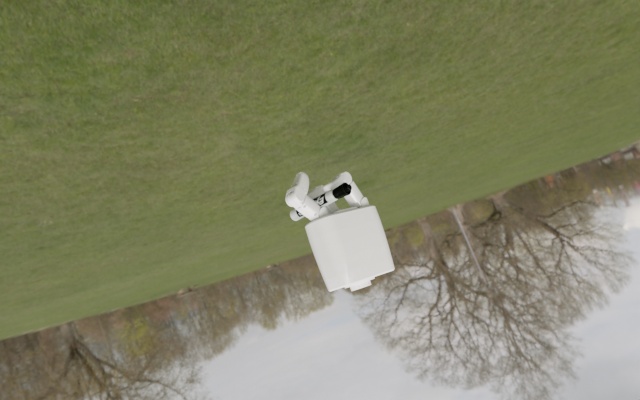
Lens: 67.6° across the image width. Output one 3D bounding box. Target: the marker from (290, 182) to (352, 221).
[{"bbox_3d":[0.000,0.002,0.709,0.121,0.020,0.020,-27,-18,39],"label":"marker"}]
